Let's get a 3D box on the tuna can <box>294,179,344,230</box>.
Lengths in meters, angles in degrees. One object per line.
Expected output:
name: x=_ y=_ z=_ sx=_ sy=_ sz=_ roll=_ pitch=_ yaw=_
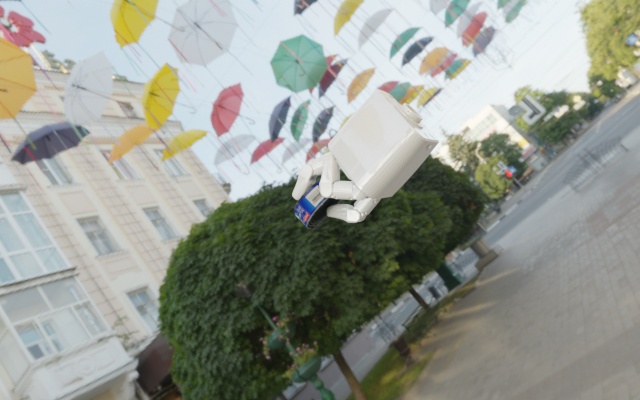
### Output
tuna can: x=0.000 y=0.002 z=0.735 sx=0.033 sy=0.086 sz=0.086 roll=44 pitch=14 yaw=15
